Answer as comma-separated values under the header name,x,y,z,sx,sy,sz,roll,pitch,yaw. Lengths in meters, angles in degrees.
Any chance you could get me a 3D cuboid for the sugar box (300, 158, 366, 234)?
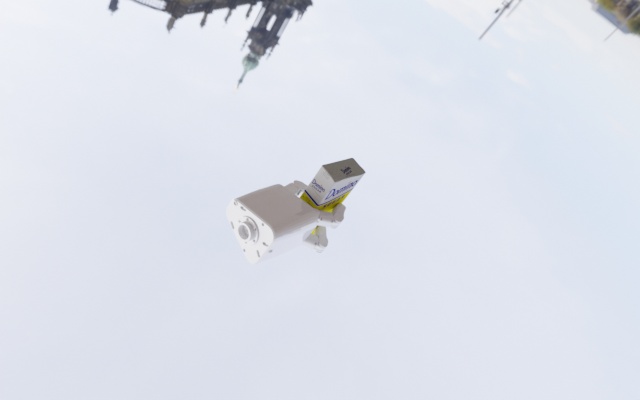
name,x,y,z,sx,sy,sz,roll,pitch,yaw
sugar box,0.000,0.003,0.867,0.093,0.048,0.176,-19,-25,-48
